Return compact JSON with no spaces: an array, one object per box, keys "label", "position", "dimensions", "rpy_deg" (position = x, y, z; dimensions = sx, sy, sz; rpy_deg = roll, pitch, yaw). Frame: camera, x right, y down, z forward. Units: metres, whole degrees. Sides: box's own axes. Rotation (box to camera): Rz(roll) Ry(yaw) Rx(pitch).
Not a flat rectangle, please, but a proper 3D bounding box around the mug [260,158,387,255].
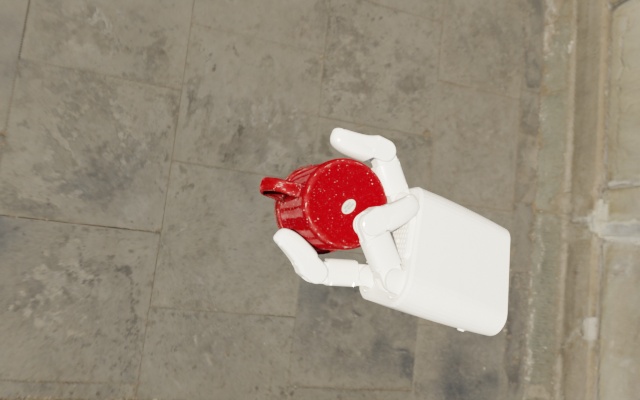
[{"label":"mug","position":[-0.001,0.001,0.448],"dimensions":[0.117,0.093,0.081],"rpy_deg":[21,-11,-16]}]
